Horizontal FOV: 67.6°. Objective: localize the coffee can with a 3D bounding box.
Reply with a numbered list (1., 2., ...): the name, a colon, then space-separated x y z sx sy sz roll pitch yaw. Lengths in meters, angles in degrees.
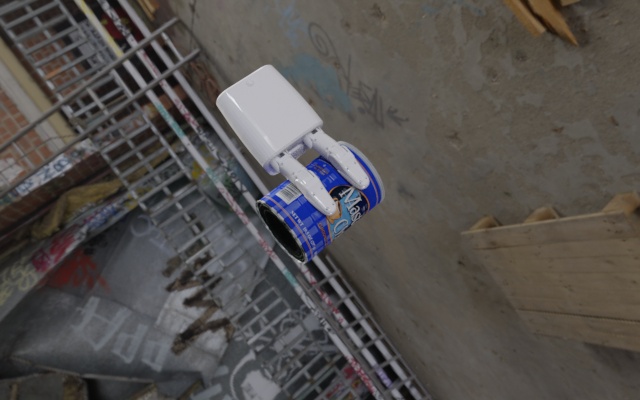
1. coffee can: 0.000 0.002 0.634 0.140 0.103 0.103 -38 14 -19
